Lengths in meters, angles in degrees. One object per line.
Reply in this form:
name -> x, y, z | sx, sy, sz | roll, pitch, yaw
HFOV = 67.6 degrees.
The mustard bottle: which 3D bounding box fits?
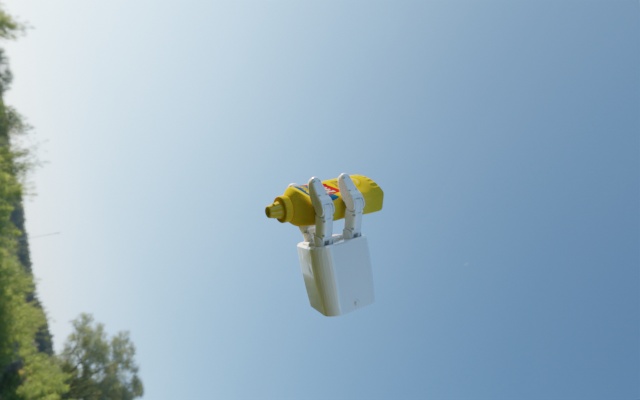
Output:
mustard bottle -> 0.000, 0.002, 0.750 | 0.191, 0.058, 0.096 | -12, 27, -34
